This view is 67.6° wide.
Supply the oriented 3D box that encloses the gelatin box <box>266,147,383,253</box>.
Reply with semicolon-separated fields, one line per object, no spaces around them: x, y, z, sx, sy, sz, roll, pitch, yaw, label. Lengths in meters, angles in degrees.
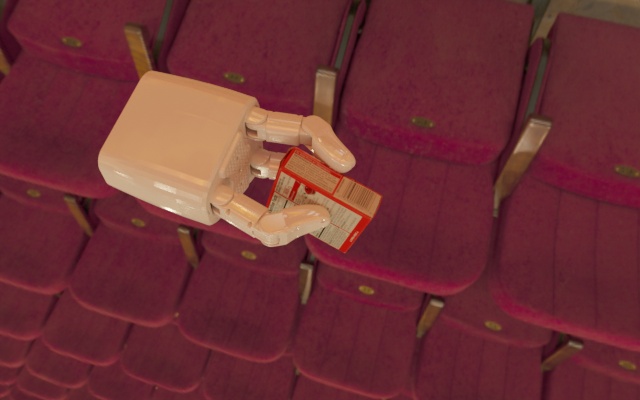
0.000;0.002;0.421;0.089;0.030;0.073;29;-33;1;gelatin box
